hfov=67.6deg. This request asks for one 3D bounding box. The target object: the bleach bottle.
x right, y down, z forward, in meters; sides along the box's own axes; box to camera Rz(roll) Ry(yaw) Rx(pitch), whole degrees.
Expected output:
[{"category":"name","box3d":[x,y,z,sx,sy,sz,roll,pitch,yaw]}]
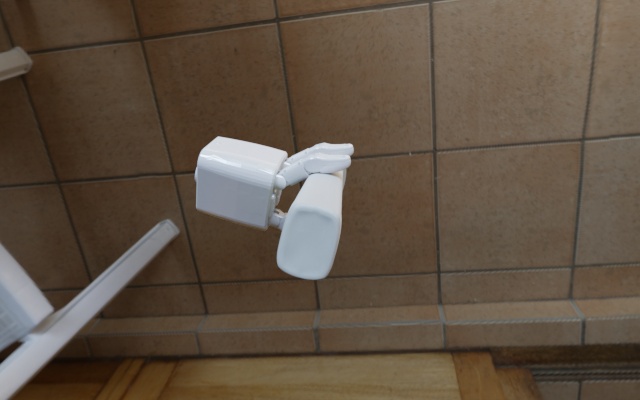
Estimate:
[{"category":"bleach bottle","box3d":[0.000,0.002,0.663,0.068,0.103,0.250,15,23,1]}]
